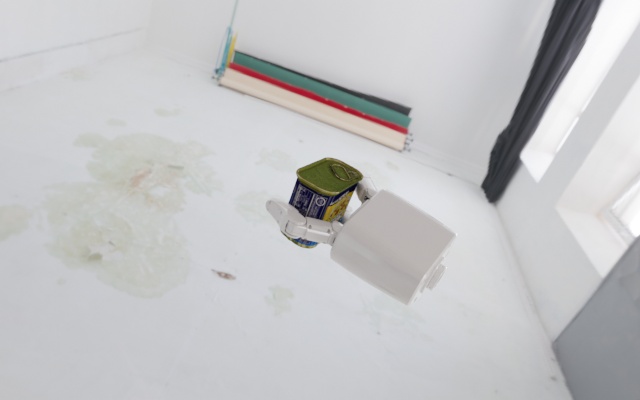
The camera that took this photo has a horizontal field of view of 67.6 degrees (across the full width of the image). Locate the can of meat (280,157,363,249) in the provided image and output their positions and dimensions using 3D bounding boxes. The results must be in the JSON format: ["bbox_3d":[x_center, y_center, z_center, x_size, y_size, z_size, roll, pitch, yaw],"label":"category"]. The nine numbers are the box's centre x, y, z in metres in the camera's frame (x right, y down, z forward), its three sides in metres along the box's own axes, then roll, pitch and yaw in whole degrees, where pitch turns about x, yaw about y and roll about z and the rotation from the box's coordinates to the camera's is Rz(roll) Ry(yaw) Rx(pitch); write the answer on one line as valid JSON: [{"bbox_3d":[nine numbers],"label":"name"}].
[{"bbox_3d":[0.000,0.002,0.591,0.057,0.084,0.102,30,28,18],"label":"can of meat"}]
